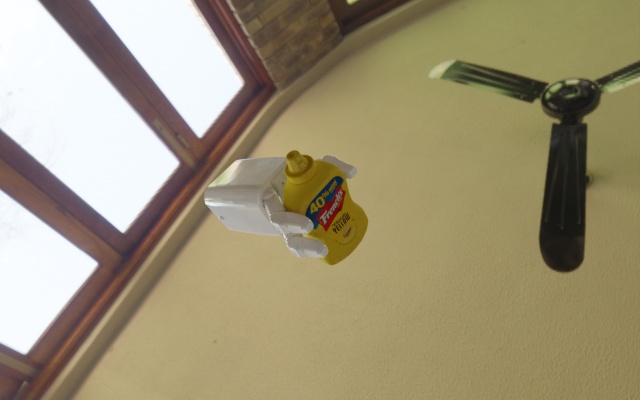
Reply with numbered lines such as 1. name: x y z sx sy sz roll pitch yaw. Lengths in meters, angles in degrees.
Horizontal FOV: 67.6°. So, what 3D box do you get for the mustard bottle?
1. mustard bottle: 0.000 0.002 0.658 0.058 0.096 0.192 28 -22 42
